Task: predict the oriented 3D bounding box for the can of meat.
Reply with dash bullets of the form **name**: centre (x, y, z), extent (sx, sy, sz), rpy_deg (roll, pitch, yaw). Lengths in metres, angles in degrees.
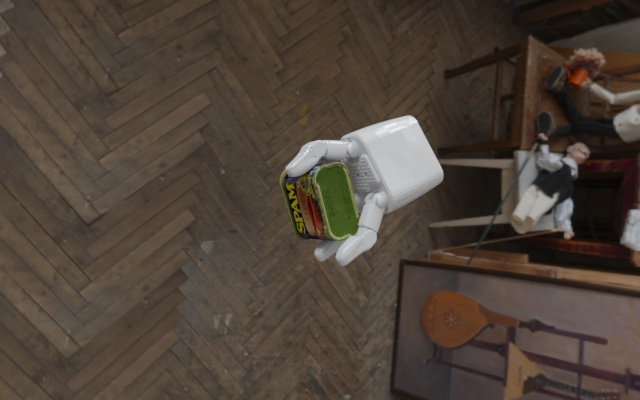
- **can of meat**: centre (0.000, 0.002, 0.617), extent (0.057, 0.102, 0.084), rpy_deg (-20, 10, -32)
